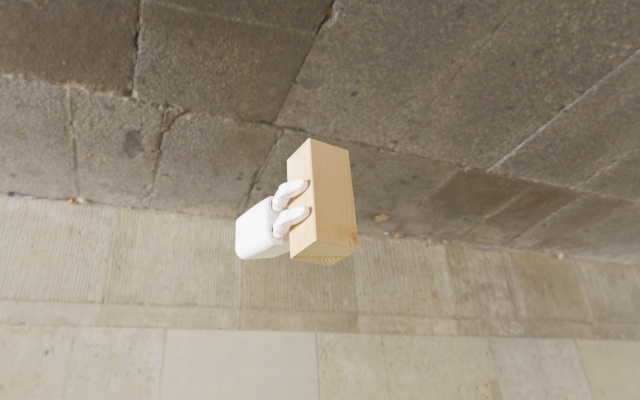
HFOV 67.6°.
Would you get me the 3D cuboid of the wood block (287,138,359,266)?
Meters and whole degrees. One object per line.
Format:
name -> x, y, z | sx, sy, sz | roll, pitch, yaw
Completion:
wood block -> 0.000, 0.003, 0.872 | 0.091, 0.206, 0.090 | 14, -34, -30
